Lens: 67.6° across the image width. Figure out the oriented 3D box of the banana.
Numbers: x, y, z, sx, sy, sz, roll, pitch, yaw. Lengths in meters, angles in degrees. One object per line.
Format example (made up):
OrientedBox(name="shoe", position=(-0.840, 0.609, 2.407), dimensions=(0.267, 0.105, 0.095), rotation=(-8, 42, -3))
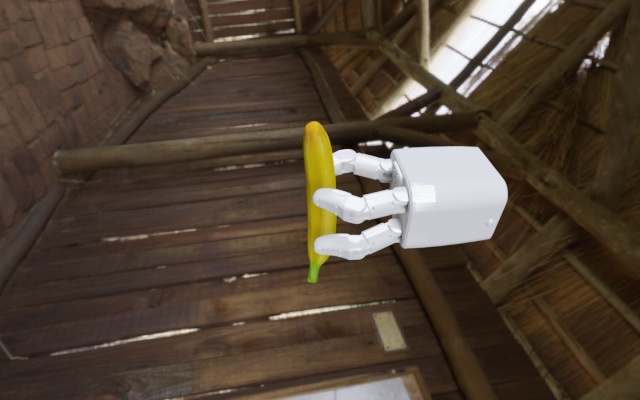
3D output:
OrientedBox(name="banana", position=(0.000, -0.003, 0.559), dimensions=(0.037, 0.198, 0.069), rotation=(-1, 25, 1))
